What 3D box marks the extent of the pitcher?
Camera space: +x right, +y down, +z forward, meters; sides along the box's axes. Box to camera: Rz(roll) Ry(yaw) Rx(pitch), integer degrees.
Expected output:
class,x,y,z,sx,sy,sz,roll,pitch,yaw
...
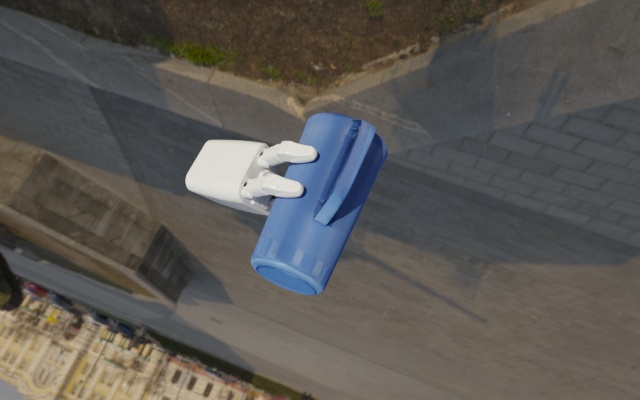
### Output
class,x,y,z,sx,sy,sz,roll,pitch,yaw
pitcher,0.000,0.002,0.675,0.145,0.242,0.149,10,-26,29
